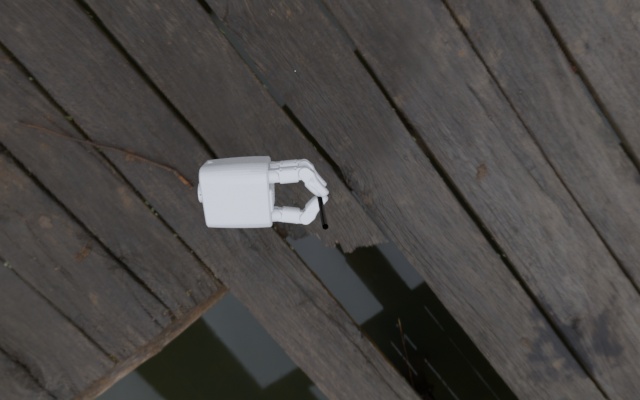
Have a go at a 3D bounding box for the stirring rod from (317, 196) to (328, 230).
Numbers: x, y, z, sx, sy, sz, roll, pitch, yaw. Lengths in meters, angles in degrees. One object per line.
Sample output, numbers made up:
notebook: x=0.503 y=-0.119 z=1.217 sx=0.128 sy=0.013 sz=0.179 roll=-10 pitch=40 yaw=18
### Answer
stirring rod: x=0.000 y=0.002 z=0.728 sx=0.011 sy=0.011 sz=0.239 roll=0 pitch=15 yaw=-3
